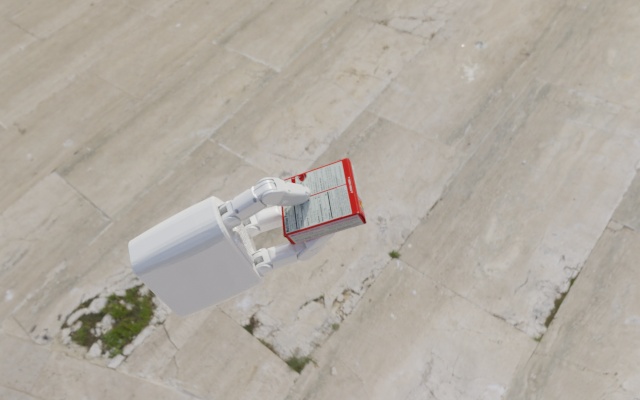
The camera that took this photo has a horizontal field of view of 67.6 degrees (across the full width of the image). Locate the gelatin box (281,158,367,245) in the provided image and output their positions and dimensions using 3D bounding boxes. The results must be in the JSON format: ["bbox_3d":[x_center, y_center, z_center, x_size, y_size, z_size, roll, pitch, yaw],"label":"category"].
[{"bbox_3d":[0.000,0.001,0.528,0.089,0.073,0.030,-18,-33,14],"label":"gelatin box"}]
